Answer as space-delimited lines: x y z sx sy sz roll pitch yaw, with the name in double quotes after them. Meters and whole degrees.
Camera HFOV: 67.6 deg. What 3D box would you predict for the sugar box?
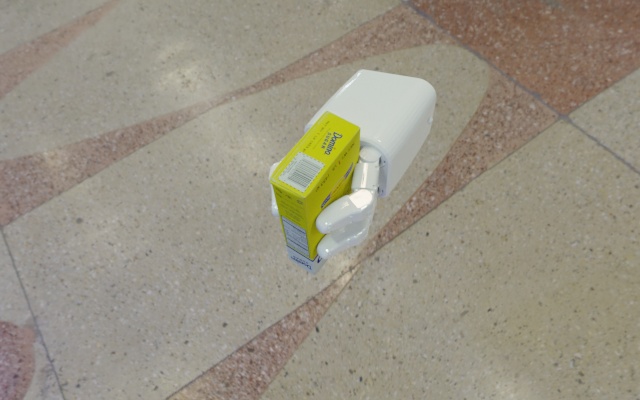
0.001 0.002 0.497 0.048 0.093 0.176 29 -24 21 "sugar box"
